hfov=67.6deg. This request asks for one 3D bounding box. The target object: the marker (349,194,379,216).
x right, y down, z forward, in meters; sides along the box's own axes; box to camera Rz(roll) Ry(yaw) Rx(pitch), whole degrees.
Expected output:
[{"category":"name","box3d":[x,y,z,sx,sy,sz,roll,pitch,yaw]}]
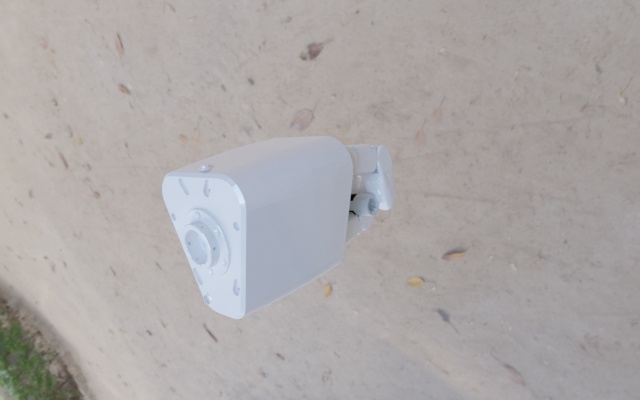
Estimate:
[{"category":"marker","box3d":[0.000,0.001,0.447,0.121,0.020,0.020,3,2,42]}]
